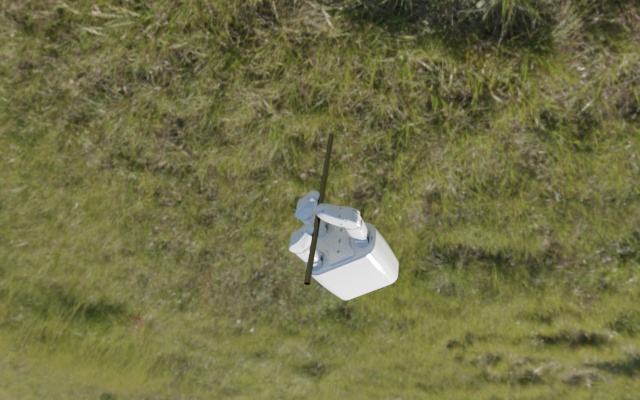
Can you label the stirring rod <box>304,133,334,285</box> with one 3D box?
[{"bbox_3d":[0.000,0.002,0.648,0.011,0.239,0.011,7,-33,4],"label":"stirring rod"}]
